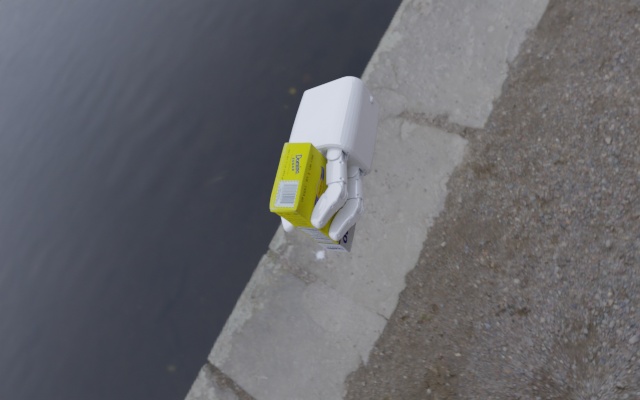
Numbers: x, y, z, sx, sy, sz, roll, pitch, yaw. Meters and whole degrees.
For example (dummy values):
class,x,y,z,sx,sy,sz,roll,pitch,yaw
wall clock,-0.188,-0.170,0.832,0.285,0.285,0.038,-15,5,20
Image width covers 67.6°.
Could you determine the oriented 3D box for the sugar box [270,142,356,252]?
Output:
class,x,y,z,sx,sy,sz,roll,pitch,yaw
sugar box,0.001,0.002,0.650,0.048,0.093,0.176,2,-20,30
